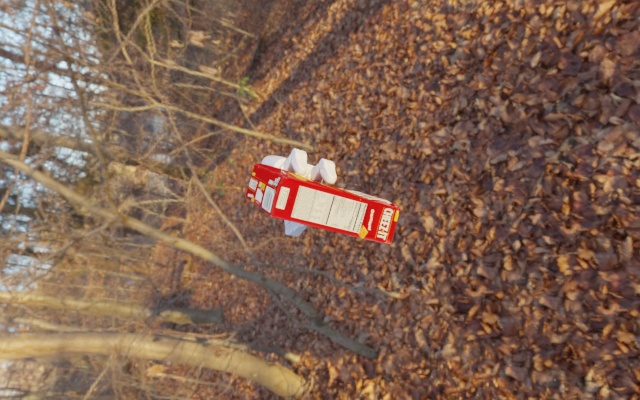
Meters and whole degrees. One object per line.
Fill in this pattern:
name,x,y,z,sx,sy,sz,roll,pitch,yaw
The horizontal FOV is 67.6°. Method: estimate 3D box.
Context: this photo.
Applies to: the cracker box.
cracker box,0.000,0.003,0.800,0.214,0.072,0.164,14,5,-24
